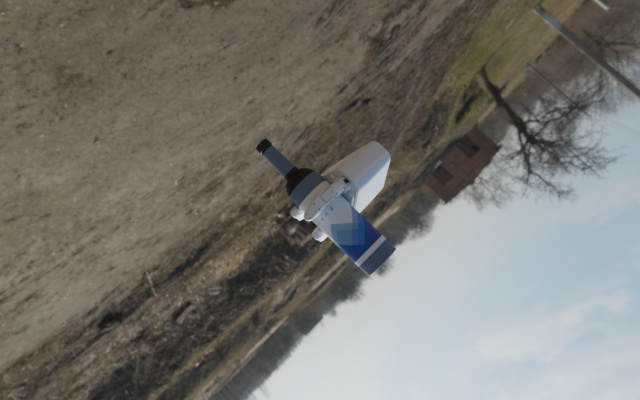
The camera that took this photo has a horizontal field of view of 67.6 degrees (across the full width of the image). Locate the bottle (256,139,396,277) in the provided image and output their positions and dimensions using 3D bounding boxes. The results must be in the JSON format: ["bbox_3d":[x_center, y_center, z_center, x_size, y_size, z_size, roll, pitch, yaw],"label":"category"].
[{"bbox_3d":[0.000,0.003,0.820,0.295,0.069,0.069,44,7,8],"label":"bottle"}]
